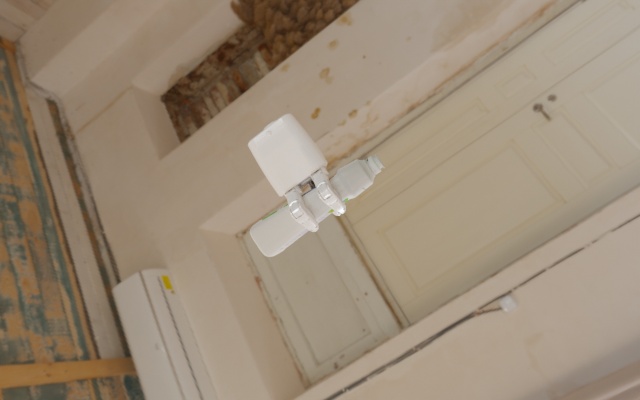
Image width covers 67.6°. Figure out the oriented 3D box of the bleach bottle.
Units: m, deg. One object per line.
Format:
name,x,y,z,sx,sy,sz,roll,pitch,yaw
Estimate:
bleach bottle,0.000,0.003,0.828,0.251,0.068,0.102,-35,-2,13
